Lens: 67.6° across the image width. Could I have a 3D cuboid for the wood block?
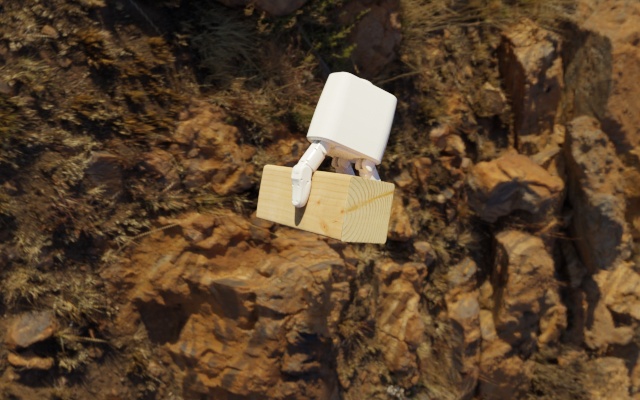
[{"bbox_3d":[0.000,0.002,0.731,0.091,0.090,0.206,8,2,-41],"label":"wood block"}]
